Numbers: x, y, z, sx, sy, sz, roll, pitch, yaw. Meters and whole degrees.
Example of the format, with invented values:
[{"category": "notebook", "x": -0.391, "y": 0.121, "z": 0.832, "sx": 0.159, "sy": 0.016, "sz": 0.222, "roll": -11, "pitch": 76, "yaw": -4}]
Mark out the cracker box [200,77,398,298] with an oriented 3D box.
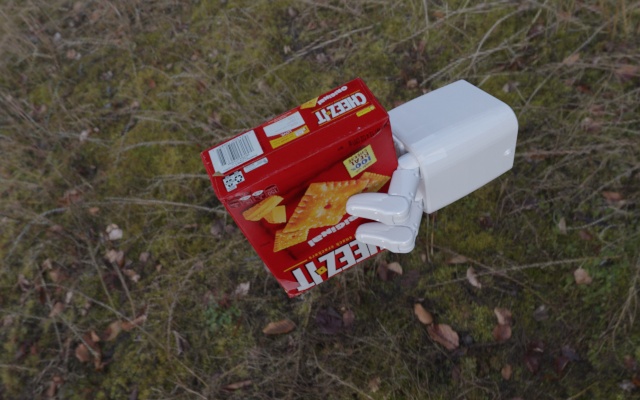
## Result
[{"category": "cracker box", "x": 0.000, "y": 0.001, "z": 0.498, "sx": 0.164, "sy": 0.072, "sz": 0.214, "roll": -26, "pitch": -37, "yaw": -3}]
